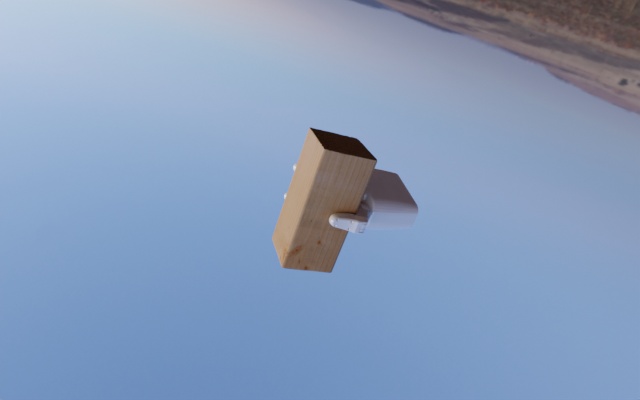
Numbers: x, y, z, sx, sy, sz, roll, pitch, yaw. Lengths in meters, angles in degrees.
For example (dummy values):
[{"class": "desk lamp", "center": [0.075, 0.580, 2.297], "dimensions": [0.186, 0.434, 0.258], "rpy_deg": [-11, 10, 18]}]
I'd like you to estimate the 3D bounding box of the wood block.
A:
[{"class": "wood block", "center": [0.001, 0.003, 0.758], "dimensions": [0.090, 0.206, 0.090], "rpy_deg": [10, 25, -23]}]
